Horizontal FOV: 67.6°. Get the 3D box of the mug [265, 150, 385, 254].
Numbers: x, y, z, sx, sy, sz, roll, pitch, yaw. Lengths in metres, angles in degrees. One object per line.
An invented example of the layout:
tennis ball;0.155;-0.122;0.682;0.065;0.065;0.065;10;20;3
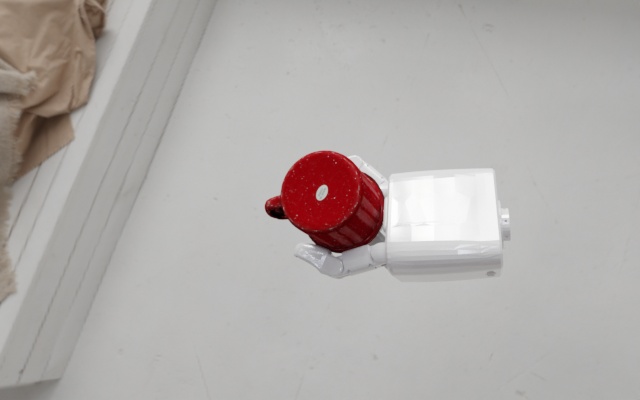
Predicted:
mug;-0.001;0.002;0.477;0.117;0.093;0.081;-5;-16;18
